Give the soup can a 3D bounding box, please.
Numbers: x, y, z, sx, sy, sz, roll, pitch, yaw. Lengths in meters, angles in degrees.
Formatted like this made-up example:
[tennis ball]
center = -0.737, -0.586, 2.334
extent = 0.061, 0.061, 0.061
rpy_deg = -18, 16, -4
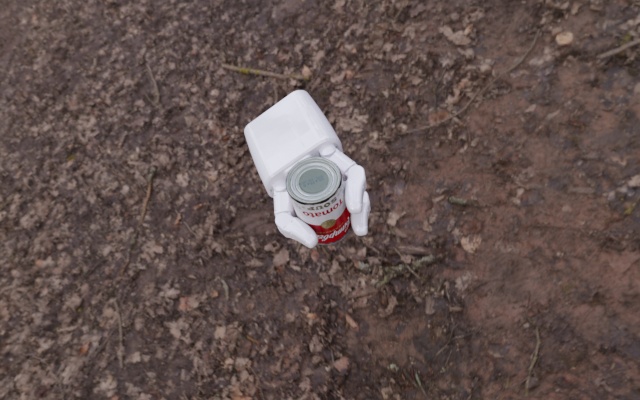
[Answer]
[soup can]
center = 0.000, 0.002, 0.588
extent = 0.068, 0.068, 0.102
rpy_deg = 0, -32, 11
